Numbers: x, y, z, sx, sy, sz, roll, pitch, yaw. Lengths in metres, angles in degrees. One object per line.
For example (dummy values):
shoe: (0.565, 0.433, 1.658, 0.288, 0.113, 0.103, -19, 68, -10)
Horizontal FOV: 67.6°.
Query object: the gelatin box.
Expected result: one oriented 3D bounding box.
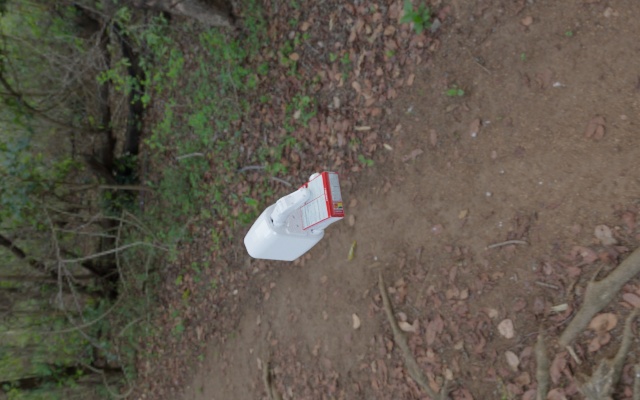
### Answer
gelatin box: (0.000, 0.002, 0.762, 0.030, 0.073, 0.089, 1, -17, -32)
